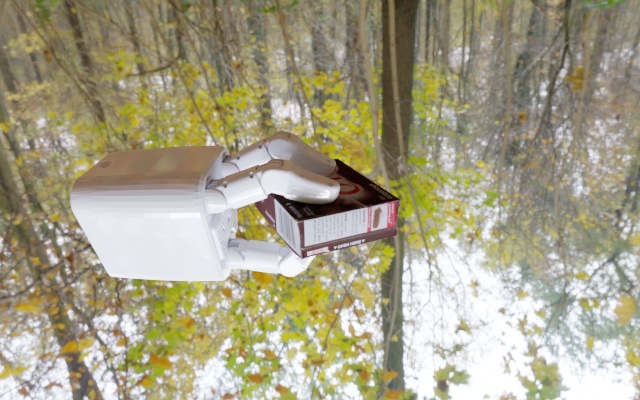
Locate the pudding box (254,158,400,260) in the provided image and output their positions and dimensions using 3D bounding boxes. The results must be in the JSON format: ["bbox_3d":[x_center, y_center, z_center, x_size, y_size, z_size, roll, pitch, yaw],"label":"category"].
[{"bbox_3d":[0.000,0.002,0.411,0.090,0.039,0.113,-12,29,-22],"label":"pudding box"}]
